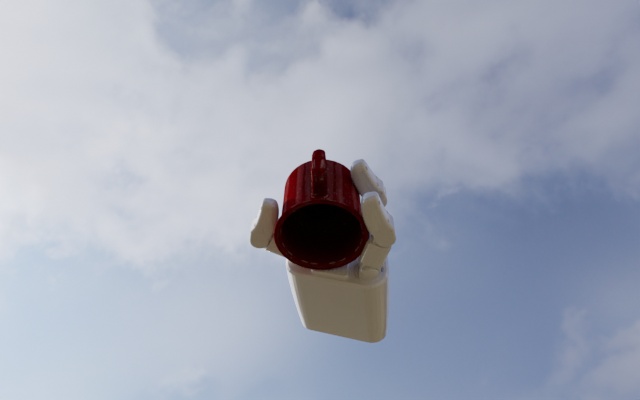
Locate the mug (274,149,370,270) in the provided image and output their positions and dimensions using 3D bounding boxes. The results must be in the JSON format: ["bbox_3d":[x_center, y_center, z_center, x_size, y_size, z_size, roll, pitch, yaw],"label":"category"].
[{"bbox_3d":[0.000,0.000,0.487,0.093,0.117,0.081,-4,39,4],"label":"mug"}]
